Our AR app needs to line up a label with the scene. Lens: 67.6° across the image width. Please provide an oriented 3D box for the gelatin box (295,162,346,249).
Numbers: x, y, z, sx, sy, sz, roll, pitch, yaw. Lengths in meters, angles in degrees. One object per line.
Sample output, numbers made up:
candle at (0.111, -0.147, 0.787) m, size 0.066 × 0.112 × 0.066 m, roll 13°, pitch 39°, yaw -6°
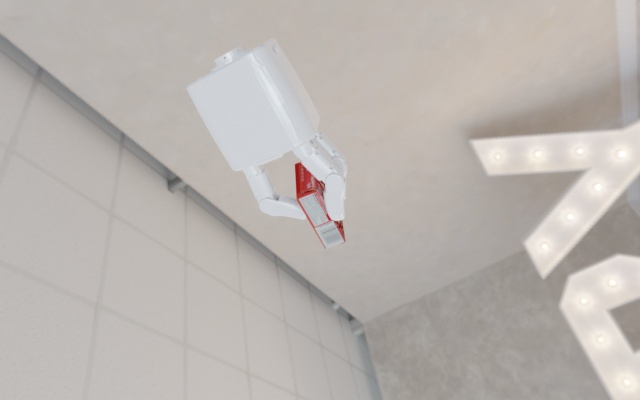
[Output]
gelatin box at (0.000, 0.002, 0.581) m, size 0.030 × 0.089 × 0.073 m, roll -21°, pitch 34°, yaw 11°
